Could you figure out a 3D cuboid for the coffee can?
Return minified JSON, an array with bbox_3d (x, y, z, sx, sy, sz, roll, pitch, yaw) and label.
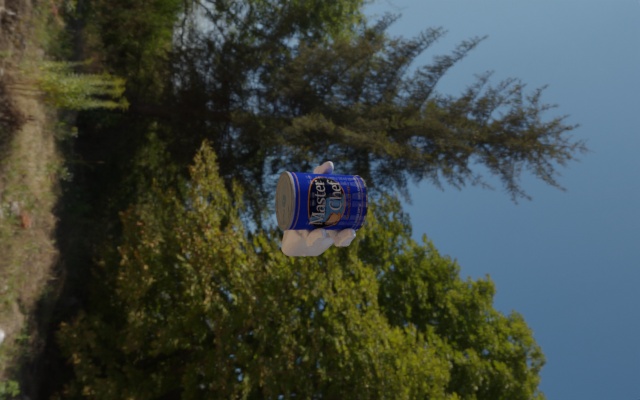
[{"bbox_3d":[0.000,0.003,0.851,0.140,0.103,0.103,2,-1,-21],"label":"coffee can"}]
